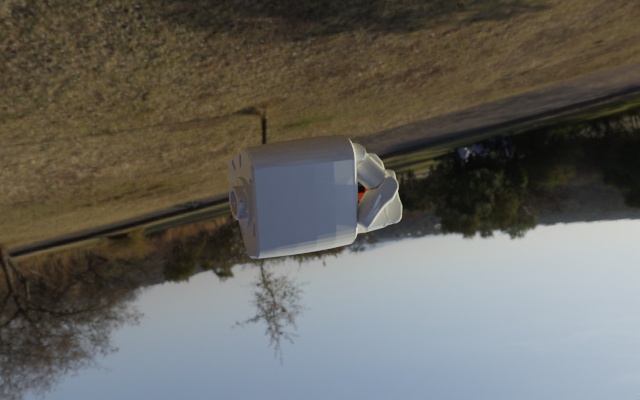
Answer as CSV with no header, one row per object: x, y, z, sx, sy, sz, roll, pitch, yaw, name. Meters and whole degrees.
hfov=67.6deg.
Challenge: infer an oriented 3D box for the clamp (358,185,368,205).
0.000,0.003,0.591,0.120,0.039,0.171,-8,-3,-24,clamp
